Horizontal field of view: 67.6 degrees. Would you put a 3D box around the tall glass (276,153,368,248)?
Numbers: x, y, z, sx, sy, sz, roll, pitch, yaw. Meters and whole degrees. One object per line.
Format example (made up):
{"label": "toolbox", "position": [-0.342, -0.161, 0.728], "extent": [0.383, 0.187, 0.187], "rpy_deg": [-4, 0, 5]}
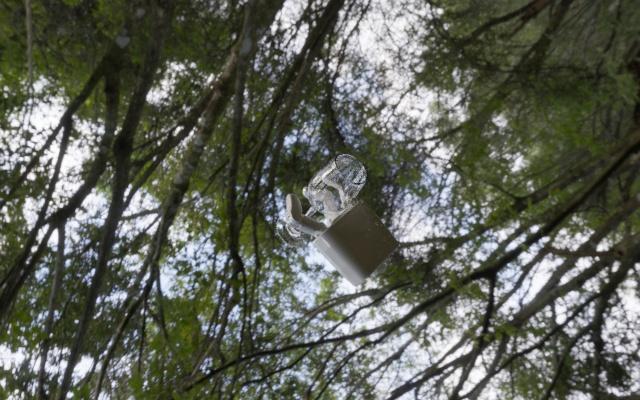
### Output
{"label": "tall glass", "position": [0.000, 0.003, 0.826], "extent": [0.079, 0.079, 0.201], "rpy_deg": [0, -33, -36]}
